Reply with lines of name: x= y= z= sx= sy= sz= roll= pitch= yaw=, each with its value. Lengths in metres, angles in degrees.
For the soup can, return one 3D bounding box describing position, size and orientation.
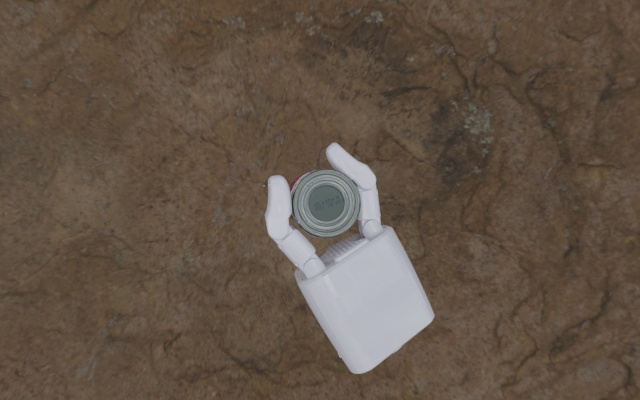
soup can: x=0.000 y=0.001 z=0.500 sx=0.068 sy=0.068 sz=0.102 roll=0 pitch=2 yaw=-7
